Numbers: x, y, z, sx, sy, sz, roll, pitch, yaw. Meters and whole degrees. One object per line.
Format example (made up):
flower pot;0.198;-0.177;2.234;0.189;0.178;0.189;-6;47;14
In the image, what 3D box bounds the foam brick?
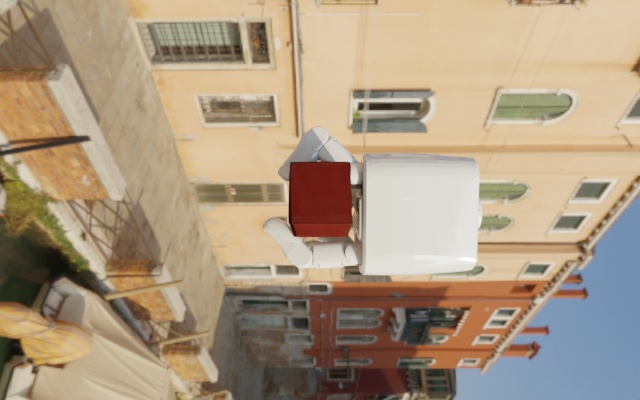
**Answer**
foam brick;0.000;0.001;0.418;0.051;0.053;0.078;0;-12;0
